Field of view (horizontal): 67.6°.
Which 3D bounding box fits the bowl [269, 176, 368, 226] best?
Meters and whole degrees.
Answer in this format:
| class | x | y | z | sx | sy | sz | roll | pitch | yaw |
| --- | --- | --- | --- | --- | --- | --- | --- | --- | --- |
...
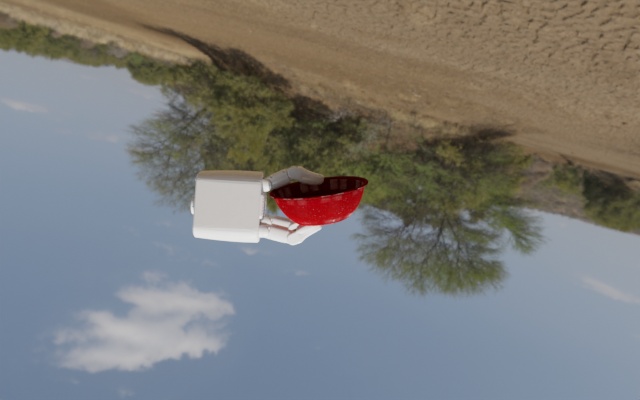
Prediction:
| class | x | y | z | sx | sy | sz | roll | pitch | yaw |
| --- | --- | --- | --- | --- | --- | --- | --- | --- | --- |
| bowl | 0.001 | 0.003 | 0.775 | 0.162 | 0.055 | 0.162 | -8 | 12 | 2 |
